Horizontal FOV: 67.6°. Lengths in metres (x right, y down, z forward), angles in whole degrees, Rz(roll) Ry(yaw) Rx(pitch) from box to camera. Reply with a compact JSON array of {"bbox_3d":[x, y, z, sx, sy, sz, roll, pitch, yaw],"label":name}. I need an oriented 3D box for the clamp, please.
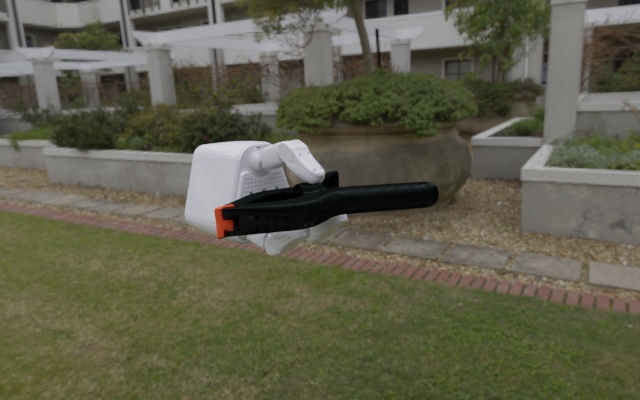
[{"bbox_3d":[-0.001,0.001,0.465,0.210,0.036,0.164,-15,15,-43],"label":"clamp"}]
